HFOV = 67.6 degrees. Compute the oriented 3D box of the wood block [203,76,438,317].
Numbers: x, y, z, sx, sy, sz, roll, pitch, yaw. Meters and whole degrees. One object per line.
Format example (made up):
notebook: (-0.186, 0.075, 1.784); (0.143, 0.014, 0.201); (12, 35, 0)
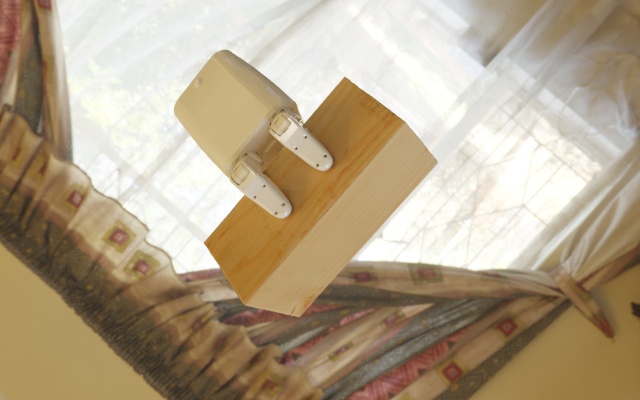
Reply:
wood block: (0.000, 0.001, 0.457); (0.090, 0.206, 0.091); (46, 9, 35)
